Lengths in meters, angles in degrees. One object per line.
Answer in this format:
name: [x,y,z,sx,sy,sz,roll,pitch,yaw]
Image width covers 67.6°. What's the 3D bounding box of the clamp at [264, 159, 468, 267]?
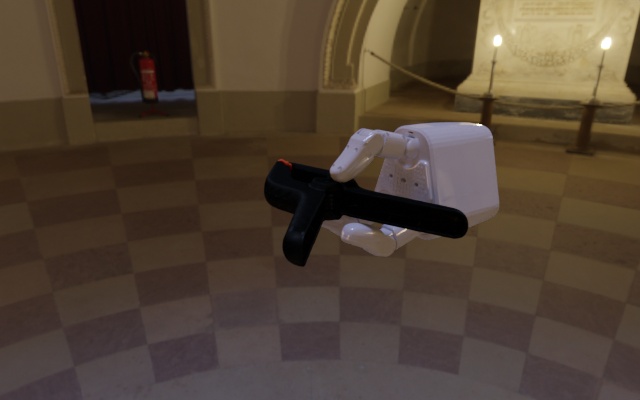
clamp: [0.000,0.000,0.430,0.164,0.036,0.210,-8,22,-35]
